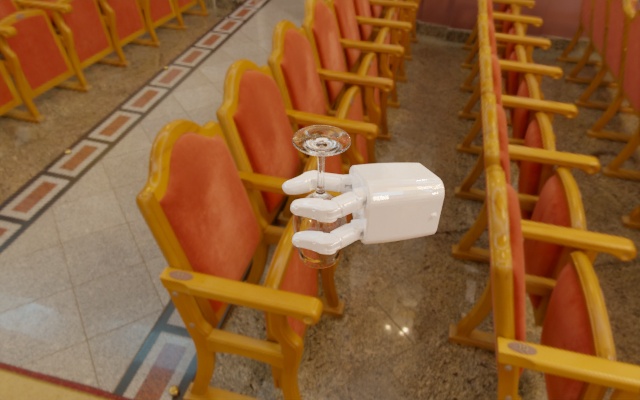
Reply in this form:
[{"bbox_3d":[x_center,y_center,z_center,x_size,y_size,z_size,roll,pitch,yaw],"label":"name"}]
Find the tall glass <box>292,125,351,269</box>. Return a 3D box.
[{"bbox_3d":[0.000,0.002,0.660,0.079,0.201,0.079,1,37,-1],"label":"tall glass"}]
